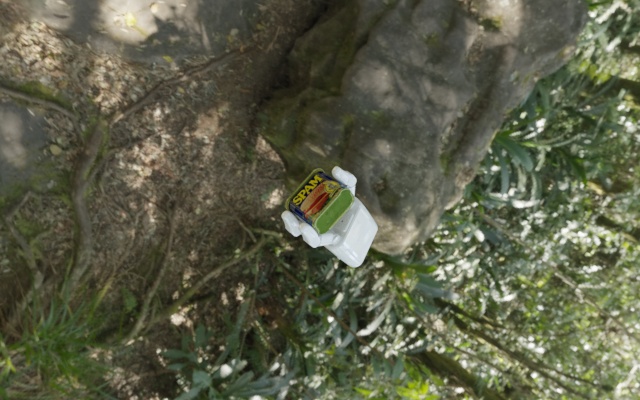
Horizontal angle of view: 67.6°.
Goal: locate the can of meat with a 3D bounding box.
[{"bbox_3d":[0.000,0.003,0.881,0.084,0.102,0.057,35,-11,40],"label":"can of meat"}]
